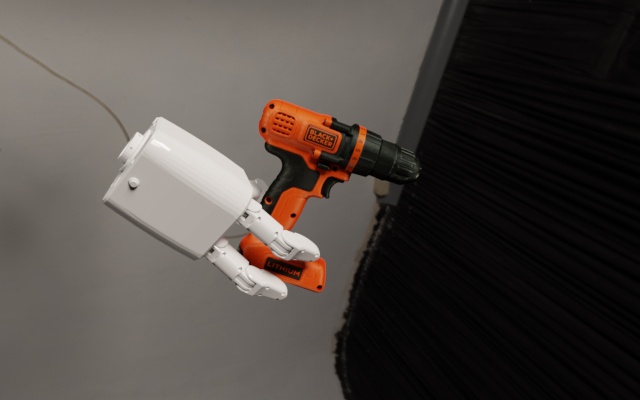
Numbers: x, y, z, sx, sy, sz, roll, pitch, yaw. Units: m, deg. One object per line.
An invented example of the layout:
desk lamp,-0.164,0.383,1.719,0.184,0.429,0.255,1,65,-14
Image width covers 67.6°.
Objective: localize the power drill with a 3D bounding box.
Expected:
power drill,0.000,0.002,0.530,0.184,0.187,0.057,20,6,-6
